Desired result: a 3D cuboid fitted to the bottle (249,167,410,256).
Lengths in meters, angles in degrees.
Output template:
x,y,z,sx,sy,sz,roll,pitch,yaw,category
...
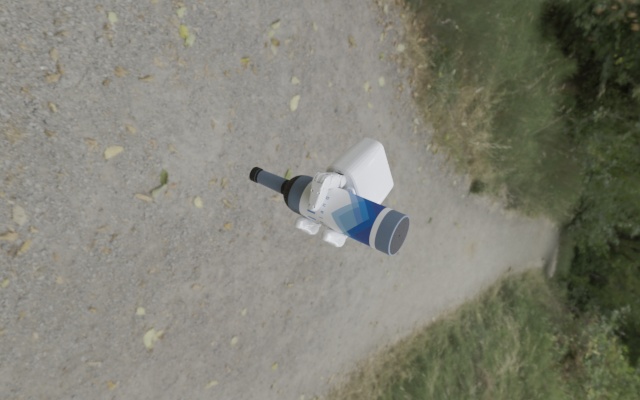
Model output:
x,y,z,sx,sy,sz,roll,pitch,yaw,category
0.000,0.003,0.789,0.295,0.069,0.069,23,11,28,bottle
